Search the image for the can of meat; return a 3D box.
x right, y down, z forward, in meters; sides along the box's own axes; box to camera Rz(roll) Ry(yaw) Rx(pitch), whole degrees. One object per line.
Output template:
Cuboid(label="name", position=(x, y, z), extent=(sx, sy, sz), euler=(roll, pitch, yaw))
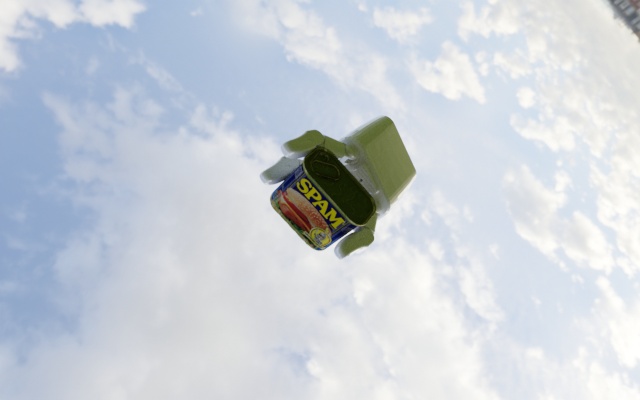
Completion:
Cuboid(label="can of meat", position=(0.000, 0.002, 0.566), extent=(0.084, 0.102, 0.057), euler=(-40, 4, 43))
